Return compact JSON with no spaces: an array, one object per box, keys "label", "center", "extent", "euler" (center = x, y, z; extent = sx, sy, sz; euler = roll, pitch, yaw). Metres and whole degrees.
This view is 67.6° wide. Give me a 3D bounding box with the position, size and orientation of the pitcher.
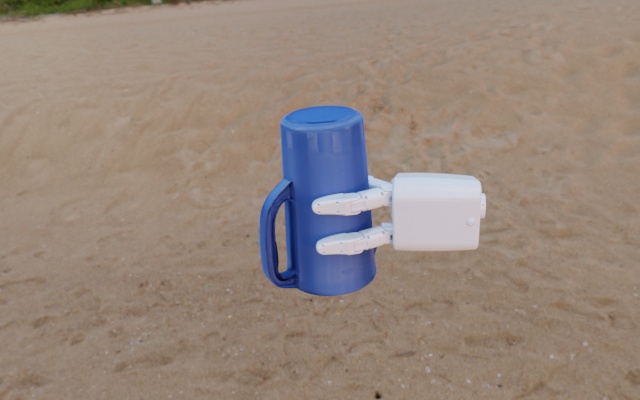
[{"label":"pitcher","center":[0.000,0.002,0.655],"extent":[0.145,0.243,0.149],"euler":[2,24,14]}]
